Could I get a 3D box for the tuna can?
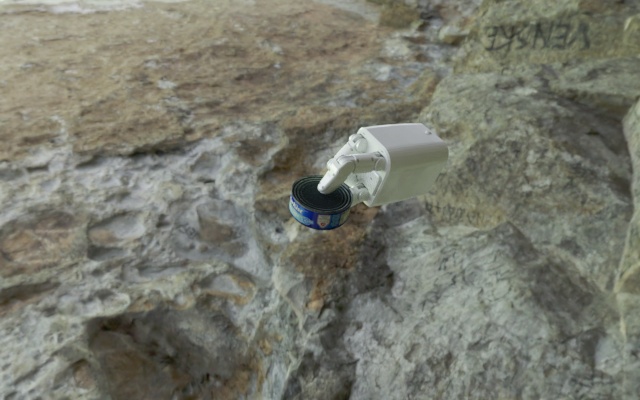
[{"bbox_3d":[0.000,0.003,0.661,0.086,0.034,0.086,7,37,-5],"label":"tuna can"}]
